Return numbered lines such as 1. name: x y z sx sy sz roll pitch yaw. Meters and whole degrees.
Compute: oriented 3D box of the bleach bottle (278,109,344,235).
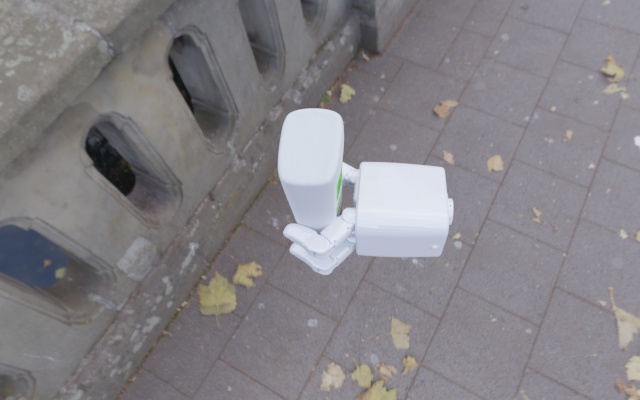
1. bleach bottle: 0.000 0.002 0.606 0.068 0.102 0.251 2 -28 7
